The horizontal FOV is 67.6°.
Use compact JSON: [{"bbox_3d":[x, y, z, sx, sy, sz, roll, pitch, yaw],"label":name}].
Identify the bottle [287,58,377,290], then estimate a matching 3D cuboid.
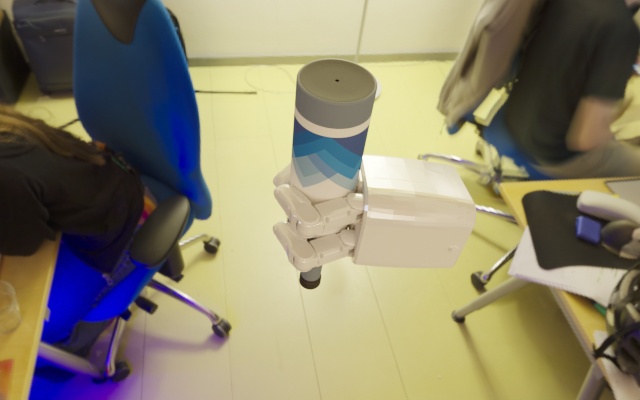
[{"bbox_3d":[0.000,0.001,0.495,0.069,0.069,0.296,0,-43,-7],"label":"bottle"}]
